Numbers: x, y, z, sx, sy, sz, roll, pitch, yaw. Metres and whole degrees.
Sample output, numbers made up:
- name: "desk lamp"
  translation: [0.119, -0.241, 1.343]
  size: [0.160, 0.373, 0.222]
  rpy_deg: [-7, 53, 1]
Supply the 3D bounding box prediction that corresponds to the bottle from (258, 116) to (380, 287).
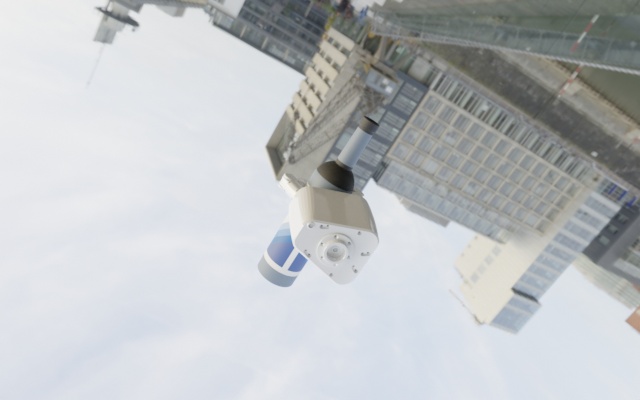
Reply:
- name: "bottle"
  translation: [0.000, 0.003, 0.738]
  size: [0.069, 0.296, 0.069]
  rpy_deg: [29, 19, -11]
